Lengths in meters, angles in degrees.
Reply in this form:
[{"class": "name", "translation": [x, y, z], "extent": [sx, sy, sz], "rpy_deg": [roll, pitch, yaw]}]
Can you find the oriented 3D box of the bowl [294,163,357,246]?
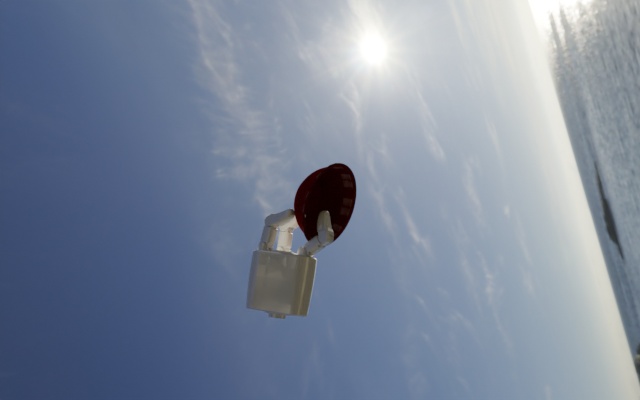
[{"class": "bowl", "translation": [0.000, 0.002, 0.894], "extent": [0.055, 0.162, 0.162], "rpy_deg": [19, 11, 35]}]
